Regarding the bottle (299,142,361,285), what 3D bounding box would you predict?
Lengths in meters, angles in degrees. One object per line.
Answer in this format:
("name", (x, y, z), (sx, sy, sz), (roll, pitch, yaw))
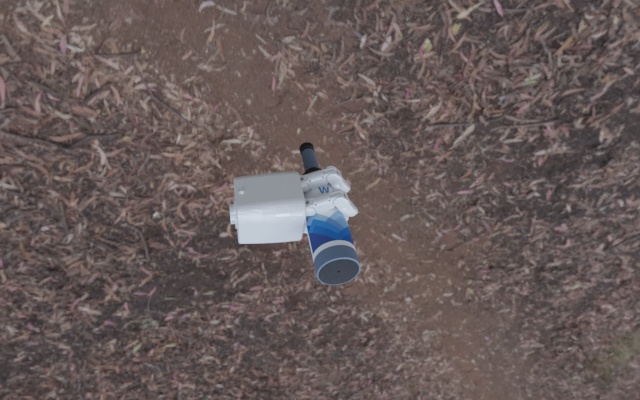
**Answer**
("bottle", (0.000, 0.003, 0.804), (0.069, 0.069, 0.295), (-8, 46, -7))
